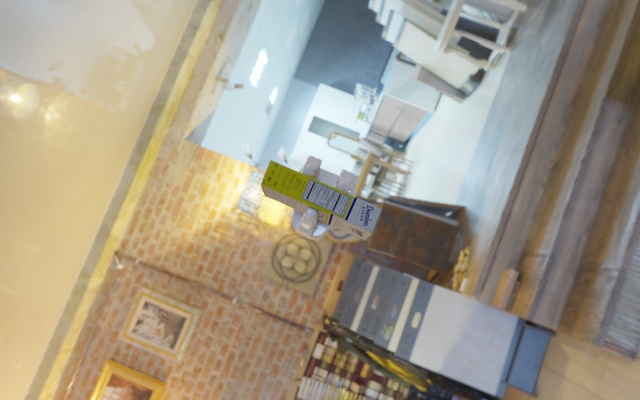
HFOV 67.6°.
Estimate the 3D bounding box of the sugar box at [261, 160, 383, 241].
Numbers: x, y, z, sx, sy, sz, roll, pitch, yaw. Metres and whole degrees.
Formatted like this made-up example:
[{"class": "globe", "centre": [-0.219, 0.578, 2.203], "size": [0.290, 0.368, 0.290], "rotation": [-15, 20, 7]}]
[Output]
[{"class": "sugar box", "centre": [0.000, 0.002, 0.716], "size": [0.176, 0.048, 0.093], "rotation": [22, -11, 2]}]
